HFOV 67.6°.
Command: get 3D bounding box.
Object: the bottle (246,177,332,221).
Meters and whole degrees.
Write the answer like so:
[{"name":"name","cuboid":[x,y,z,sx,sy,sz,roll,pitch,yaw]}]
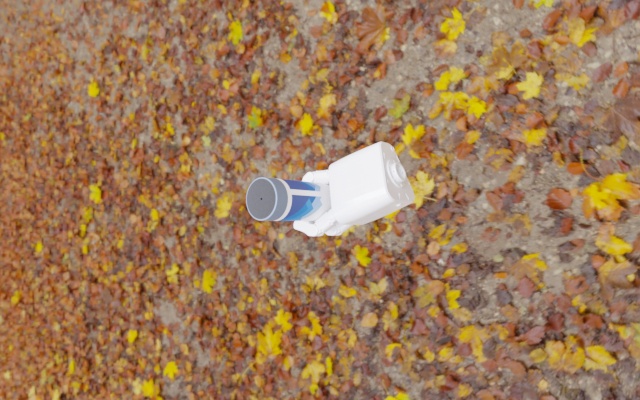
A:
[{"name":"bottle","cuboid":[0.000,0.003,0.839,0.069,0.069,0.296,0,-2,38]}]
